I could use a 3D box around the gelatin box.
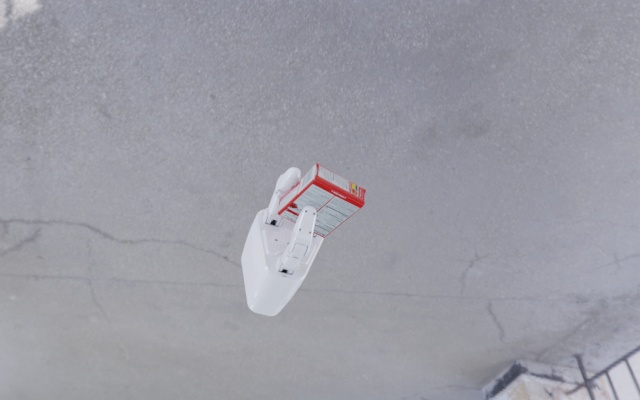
[{"bbox_3d":[0.000,0.002,0.587,0.073,0.030,0.089,27,-43,-22],"label":"gelatin box"}]
